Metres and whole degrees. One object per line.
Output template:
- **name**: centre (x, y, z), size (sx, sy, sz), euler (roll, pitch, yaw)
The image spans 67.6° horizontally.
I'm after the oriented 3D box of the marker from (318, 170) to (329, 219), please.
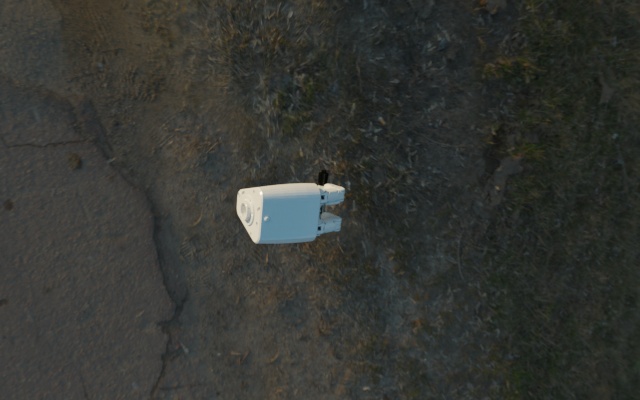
- **marker**: centre (0.000, 0.003, 0.884), size (0.020, 0.121, 0.020), euler (5, 14, -1)
